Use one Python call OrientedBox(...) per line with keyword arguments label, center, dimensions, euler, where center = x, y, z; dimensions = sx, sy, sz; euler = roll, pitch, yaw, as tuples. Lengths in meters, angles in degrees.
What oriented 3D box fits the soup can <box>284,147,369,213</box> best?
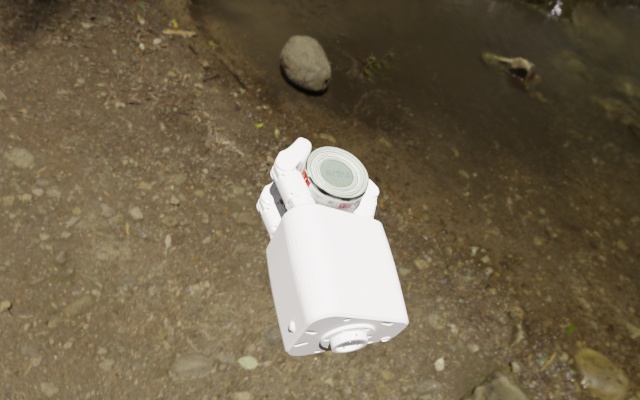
OrientedBox(label="soup can", center=(0.000, 0.001, 0.501), dimensions=(0.068, 0.068, 0.102), euler=(0, -36, -25))
